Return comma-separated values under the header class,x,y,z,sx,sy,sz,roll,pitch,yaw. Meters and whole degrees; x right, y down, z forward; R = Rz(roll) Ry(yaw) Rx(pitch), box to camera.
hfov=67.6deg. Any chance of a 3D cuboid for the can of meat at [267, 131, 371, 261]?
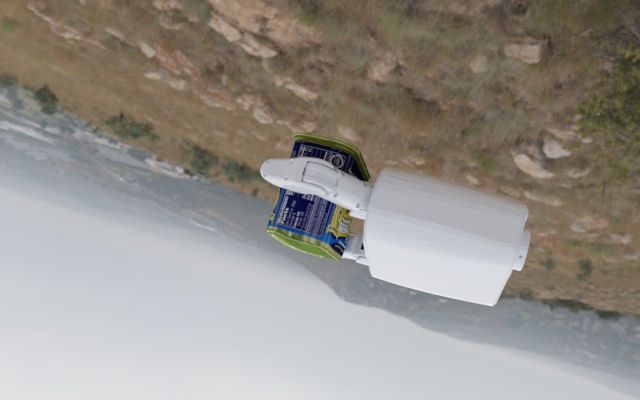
class,x,y,z,sx,sy,sz,roll,pitch,yaw
can of meat,0.000,0.002,0.404,0.057,0.084,0.102,14,-11,16
